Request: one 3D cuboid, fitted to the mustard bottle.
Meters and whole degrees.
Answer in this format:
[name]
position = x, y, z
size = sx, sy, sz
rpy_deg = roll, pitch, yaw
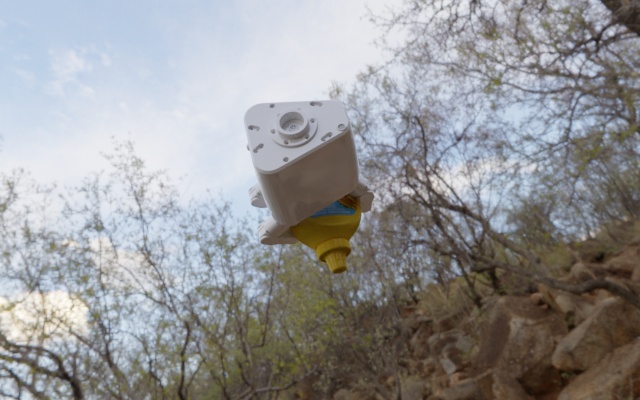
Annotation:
[mustard bottle]
position = 0.000, 0.002, 0.602
size = 0.096, 0.191, 0.058
rpy_deg = -2, -33, -22
